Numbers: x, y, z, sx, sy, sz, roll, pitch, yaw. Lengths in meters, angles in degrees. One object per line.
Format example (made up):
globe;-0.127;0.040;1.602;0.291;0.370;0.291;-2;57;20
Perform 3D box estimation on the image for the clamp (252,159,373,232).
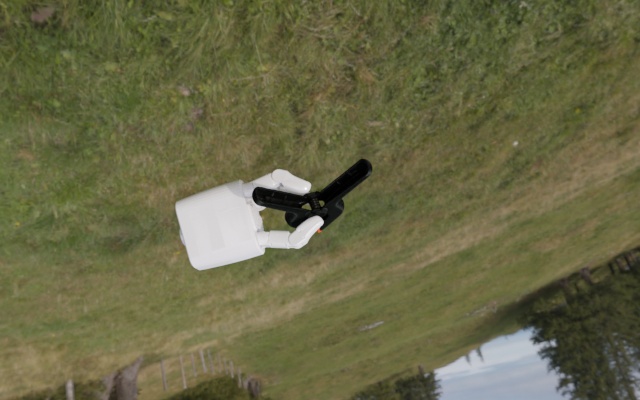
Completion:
clamp;0.000;0.003;0.714;0.164;0.036;0.210;-17;-20;2
